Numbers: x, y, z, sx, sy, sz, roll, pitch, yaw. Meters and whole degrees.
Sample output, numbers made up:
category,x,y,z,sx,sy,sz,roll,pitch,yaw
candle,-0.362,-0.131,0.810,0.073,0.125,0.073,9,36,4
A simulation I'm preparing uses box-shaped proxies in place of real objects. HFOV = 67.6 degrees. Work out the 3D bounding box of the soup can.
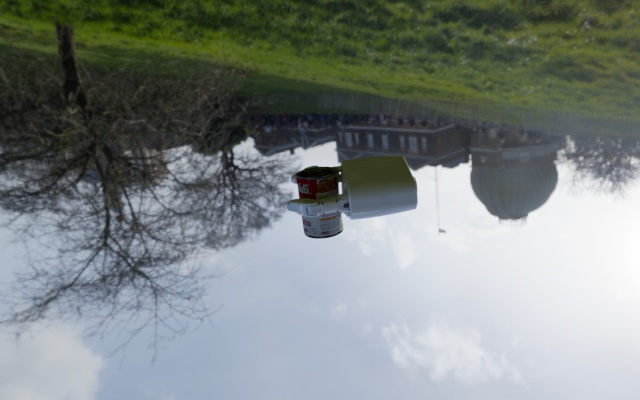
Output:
category,x,y,z,sx,sy,sz,roll,pitch,yaw
soup can,0.000,0.003,0.770,0.068,0.102,0.068,-6,18,2
